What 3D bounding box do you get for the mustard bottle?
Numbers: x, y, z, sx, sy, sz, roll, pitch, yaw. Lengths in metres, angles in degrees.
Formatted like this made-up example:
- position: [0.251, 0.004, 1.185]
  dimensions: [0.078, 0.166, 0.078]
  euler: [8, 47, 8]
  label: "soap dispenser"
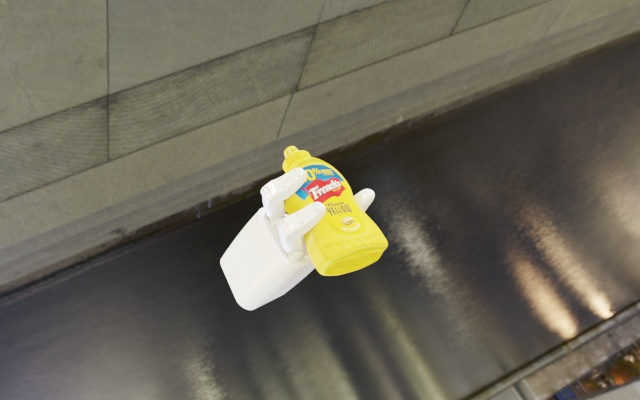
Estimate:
- position: [0.000, 0.002, 0.616]
  dimensions: [0.096, 0.191, 0.058]
  euler: [-11, -35, -31]
  label: "mustard bottle"
